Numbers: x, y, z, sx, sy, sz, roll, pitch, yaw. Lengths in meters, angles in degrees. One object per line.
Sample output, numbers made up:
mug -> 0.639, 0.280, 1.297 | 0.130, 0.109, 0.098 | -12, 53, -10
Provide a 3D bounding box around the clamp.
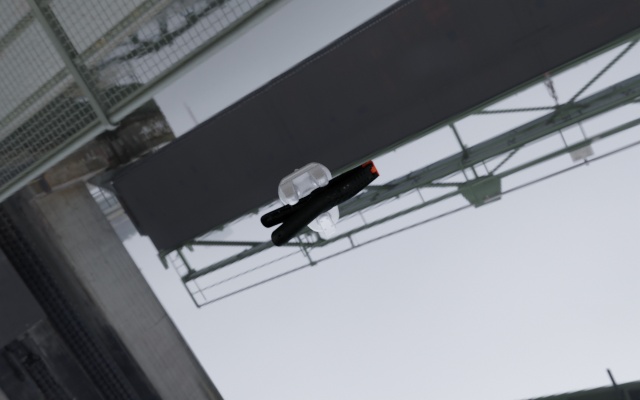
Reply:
clamp -> 0.001, 0.003, 0.744 | 0.210, 0.036, 0.164 | -29, 14, -1
